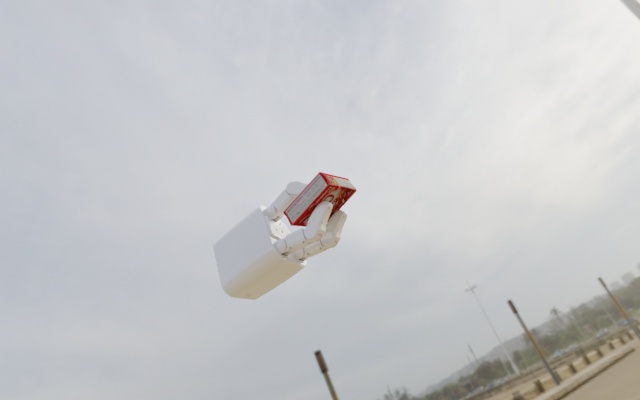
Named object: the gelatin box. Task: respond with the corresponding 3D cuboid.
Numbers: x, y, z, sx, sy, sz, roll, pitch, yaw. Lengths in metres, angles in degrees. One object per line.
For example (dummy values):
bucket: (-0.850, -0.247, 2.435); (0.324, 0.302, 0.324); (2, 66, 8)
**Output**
gelatin box: (0.000, 0.002, 0.705); (0.089, 0.030, 0.073); (-48, -31, 22)
